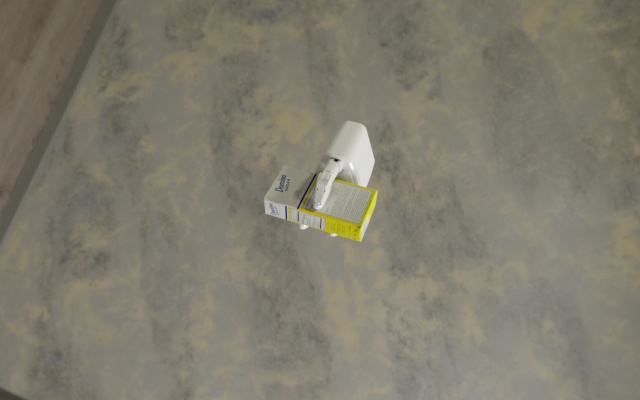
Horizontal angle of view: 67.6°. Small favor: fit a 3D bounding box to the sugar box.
[{"bbox_3d":[0.000,0.003,0.824,0.176,0.048,0.093,15,48,15],"label":"sugar box"}]
